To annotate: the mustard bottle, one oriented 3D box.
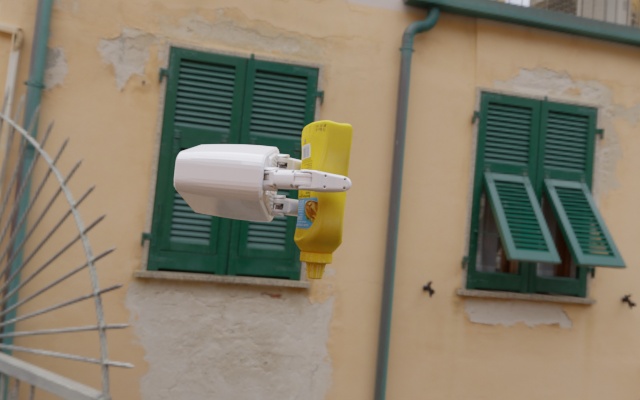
[{"bbox_3d":[0.000,0.002,0.600,0.058,0.191,0.096,6,-4,-20],"label":"mustard bottle"}]
